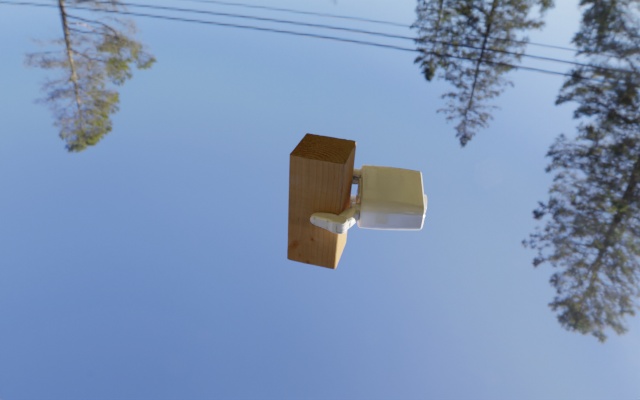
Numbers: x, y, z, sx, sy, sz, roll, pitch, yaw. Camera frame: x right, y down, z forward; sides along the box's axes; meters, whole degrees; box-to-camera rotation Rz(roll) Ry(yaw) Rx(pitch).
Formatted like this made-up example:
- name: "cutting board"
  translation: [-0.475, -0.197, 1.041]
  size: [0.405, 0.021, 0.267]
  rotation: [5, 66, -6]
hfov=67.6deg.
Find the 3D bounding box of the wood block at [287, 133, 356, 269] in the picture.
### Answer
- name: "wood block"
  translation: [0.000, 0.003, 0.811]
  size: [0.090, 0.206, 0.090]
  rotation: [11, 32, 11]
